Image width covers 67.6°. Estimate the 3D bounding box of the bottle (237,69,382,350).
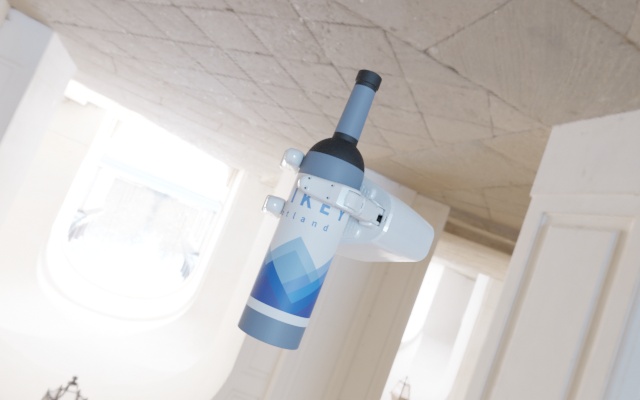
[{"bbox_3d":[0.000,0.002,0.498,0.069,0.295,0.069,21,-6,2],"label":"bottle"}]
